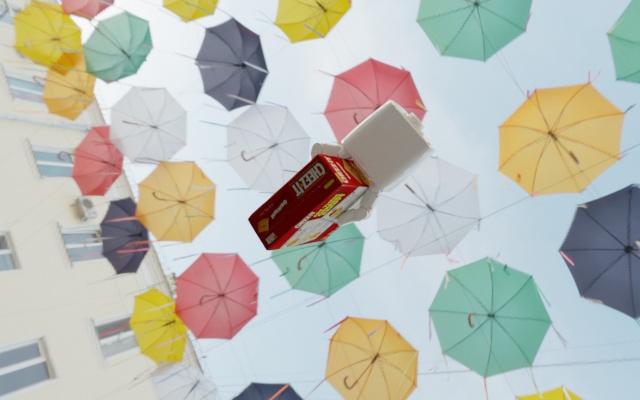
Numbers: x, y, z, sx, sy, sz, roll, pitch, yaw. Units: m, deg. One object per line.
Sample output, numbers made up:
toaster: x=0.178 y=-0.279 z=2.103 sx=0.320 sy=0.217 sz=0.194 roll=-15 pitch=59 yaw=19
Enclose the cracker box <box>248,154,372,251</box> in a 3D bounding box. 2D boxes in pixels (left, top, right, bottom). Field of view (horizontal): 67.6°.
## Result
cracker box: x=0.000 y=0.003 z=0.812 sx=0.164 sy=0.072 sz=0.214 roll=-42 pitch=-16 yaw=19
